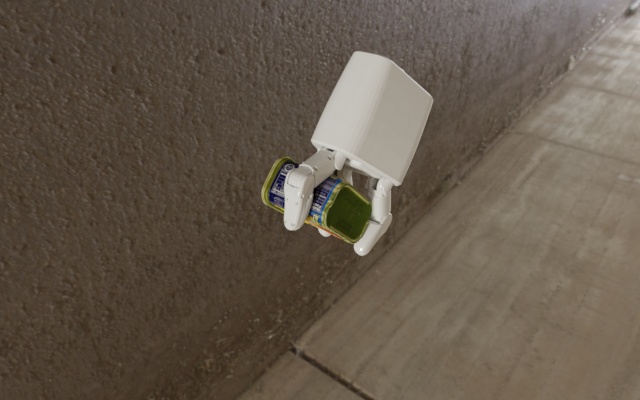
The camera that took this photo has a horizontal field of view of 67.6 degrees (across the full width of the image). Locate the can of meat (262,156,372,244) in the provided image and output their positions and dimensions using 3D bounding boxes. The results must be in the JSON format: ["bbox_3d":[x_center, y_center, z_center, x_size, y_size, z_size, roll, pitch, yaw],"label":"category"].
[{"bbox_3d":[0.000,0.002,0.522,0.084,0.057,0.102,22,-6,31],"label":"can of meat"}]
